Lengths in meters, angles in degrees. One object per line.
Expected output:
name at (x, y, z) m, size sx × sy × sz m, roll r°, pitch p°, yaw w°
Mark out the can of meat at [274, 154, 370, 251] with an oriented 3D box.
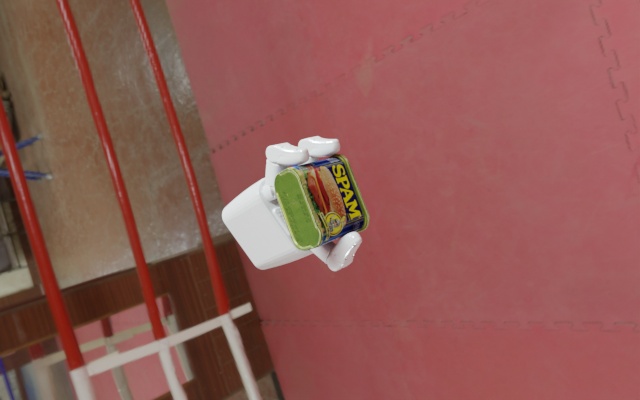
can of meat at (0.000, 0.002, 0.571) m, size 0.084 × 0.102 × 0.057 m, roll -18°, pitch -4°, yaw -43°
